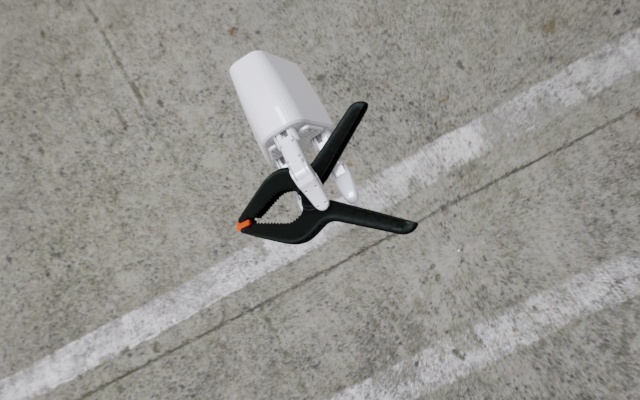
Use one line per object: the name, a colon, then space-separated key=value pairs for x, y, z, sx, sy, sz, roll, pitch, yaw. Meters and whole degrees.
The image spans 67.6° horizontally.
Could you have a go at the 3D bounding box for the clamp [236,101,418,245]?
clamp: x=-0.001 y=0.002 z=0.565 sx=0.210 sy=0.164 sz=0.036 roll=-30 pitch=-12 yaw=11
